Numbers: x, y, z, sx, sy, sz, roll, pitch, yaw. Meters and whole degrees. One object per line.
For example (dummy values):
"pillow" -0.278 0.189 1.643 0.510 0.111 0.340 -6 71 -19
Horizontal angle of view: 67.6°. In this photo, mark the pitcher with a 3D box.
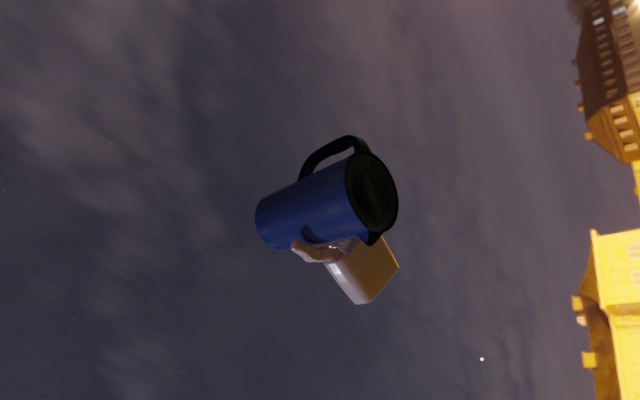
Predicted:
"pitcher" 0.000 0.003 0.817 0.243 0.145 0.149 -18 26 41
